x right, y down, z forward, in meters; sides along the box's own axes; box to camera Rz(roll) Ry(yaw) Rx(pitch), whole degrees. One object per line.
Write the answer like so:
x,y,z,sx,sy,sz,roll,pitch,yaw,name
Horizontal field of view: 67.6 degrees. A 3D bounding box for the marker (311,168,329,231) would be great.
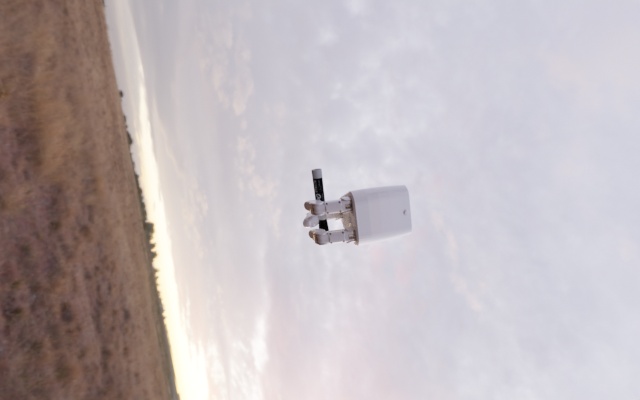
0.000,0.003,0.866,0.020,0.121,0.020,-7,12,1,marker
